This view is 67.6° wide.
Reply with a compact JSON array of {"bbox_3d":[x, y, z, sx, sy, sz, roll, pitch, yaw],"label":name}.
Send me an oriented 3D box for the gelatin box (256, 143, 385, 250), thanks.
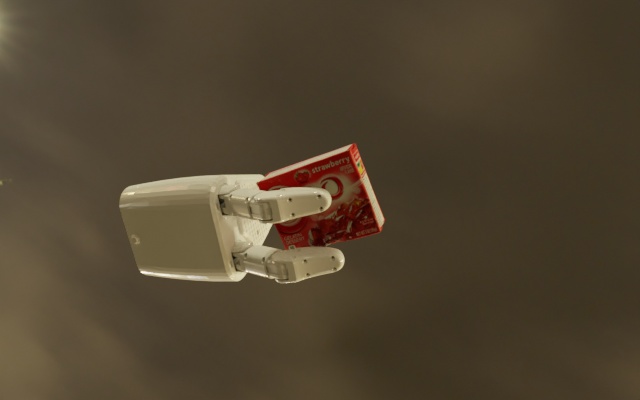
[{"bbox_3d":[0.000,0.001,0.404,0.089,0.073,0.030,-17,14,20],"label":"gelatin box"}]
